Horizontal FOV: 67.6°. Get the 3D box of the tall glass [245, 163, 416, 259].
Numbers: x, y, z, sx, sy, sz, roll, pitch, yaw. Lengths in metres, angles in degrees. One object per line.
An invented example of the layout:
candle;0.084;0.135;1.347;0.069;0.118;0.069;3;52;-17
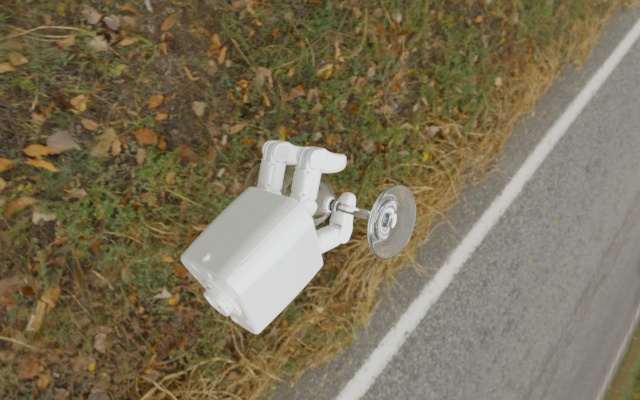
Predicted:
tall glass;0.001;0.002;0.527;0.201;0.079;0.079;16;11;43
